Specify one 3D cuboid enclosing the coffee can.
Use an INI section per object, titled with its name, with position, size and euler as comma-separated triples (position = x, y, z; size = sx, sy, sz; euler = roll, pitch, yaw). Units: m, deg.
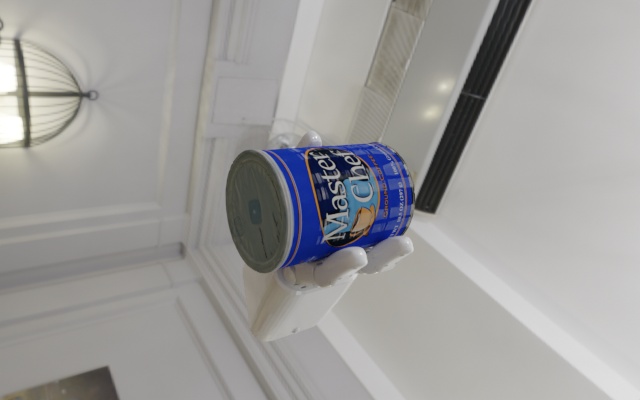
[coffee can]
position = 0.000, 0.001, 0.433
size = 0.140, 0.103, 0.103
euler = -8, 5, -36
